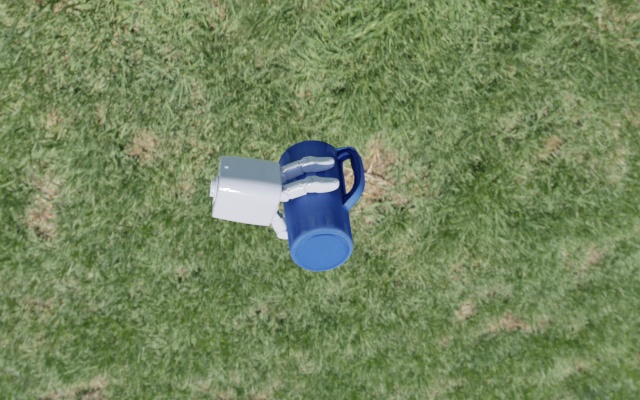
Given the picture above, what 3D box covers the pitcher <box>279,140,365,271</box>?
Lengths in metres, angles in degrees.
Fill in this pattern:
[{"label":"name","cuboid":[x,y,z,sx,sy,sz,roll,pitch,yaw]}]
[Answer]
[{"label":"pitcher","cuboid":[0.000,0.003,0.882,0.145,0.149,0.242,8,40,-15]}]
